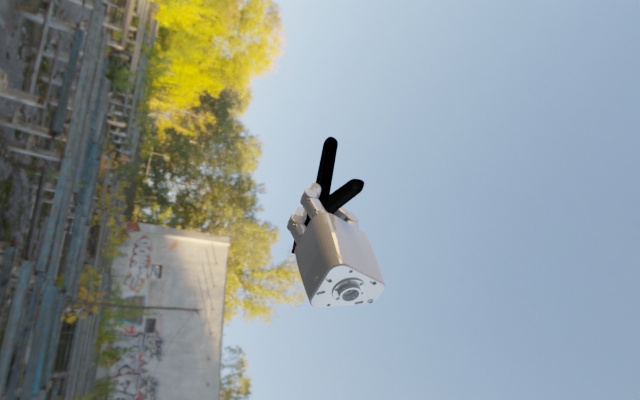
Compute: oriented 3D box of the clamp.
[{"bbox_3d":[0.001,0.003,0.817,0.036,0.210,0.164,15,33,-23],"label":"clamp"}]
